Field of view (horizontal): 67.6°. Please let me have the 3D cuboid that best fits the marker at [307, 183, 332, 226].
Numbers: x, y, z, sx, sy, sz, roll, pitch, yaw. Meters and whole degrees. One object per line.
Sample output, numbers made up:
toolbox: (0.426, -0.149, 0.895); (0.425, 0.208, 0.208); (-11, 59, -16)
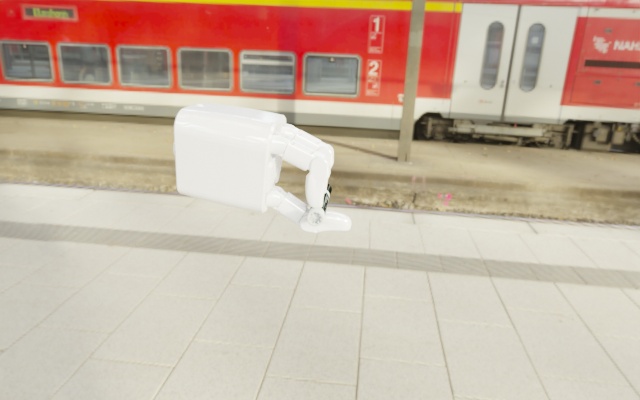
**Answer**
marker: (0.000, 0.002, 0.577); (0.020, 0.020, 0.121); (0, 17, 6)
